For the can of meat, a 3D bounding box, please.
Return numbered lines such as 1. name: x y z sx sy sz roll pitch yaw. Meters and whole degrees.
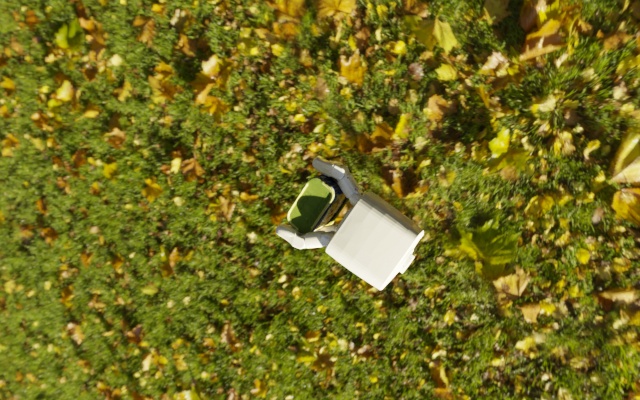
1. can of meat: 0.000 0.002 0.782 0.057 0.102 0.084 39 24 14
